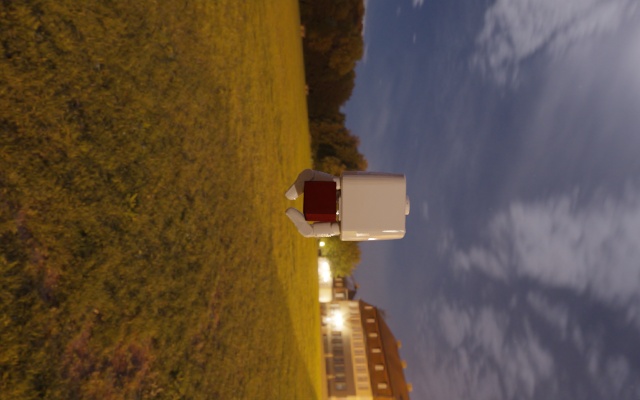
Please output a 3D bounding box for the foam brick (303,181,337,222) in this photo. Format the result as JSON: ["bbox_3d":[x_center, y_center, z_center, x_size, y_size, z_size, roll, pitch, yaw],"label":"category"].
[{"bbox_3d":[0.000,0.003,0.760,0.051,0.053,0.078,2,-11,1],"label":"foam brick"}]
